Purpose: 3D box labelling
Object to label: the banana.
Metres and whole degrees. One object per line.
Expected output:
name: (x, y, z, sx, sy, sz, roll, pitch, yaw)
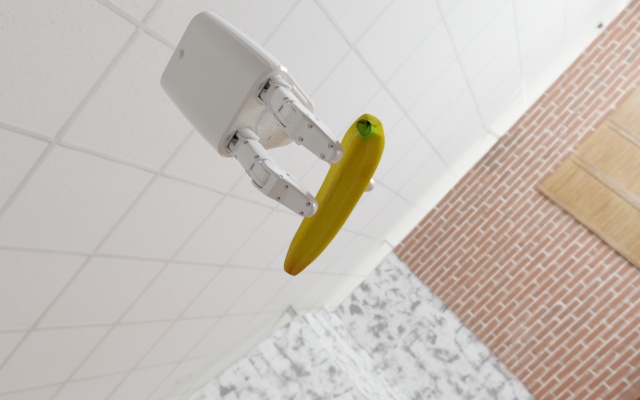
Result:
banana: (0.013, -0.008, 0.429, 0.037, 0.198, 0.069, 42, 45, 18)
